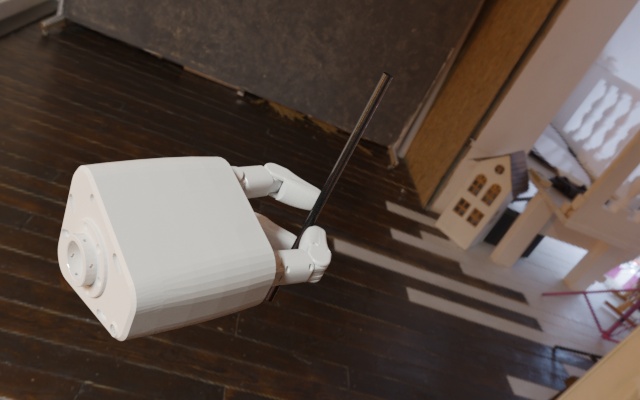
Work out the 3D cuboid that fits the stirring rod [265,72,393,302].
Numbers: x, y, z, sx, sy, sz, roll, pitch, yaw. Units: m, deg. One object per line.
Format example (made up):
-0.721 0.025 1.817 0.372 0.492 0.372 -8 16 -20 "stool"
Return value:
0.000 0.001 0.408 0.011 0.240 0.011 21 29 -12 "stirring rod"
